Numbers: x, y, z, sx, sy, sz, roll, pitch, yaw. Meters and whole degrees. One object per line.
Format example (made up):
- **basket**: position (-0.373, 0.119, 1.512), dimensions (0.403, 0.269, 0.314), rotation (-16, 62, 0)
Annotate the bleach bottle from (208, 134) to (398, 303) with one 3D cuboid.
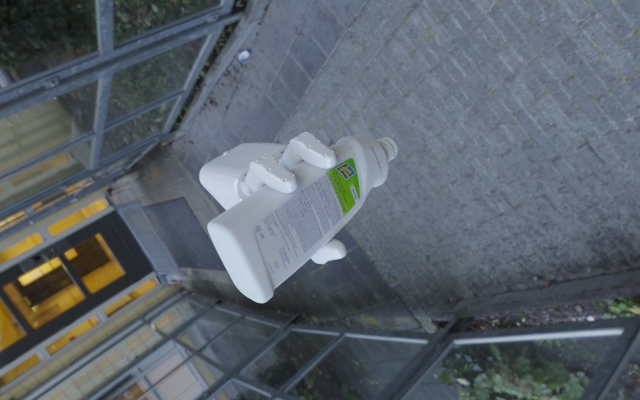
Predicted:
- **bleach bottle**: position (0.000, 0.002, 0.549), dimensions (0.250, 0.103, 0.068), rotation (-35, 28, -29)
